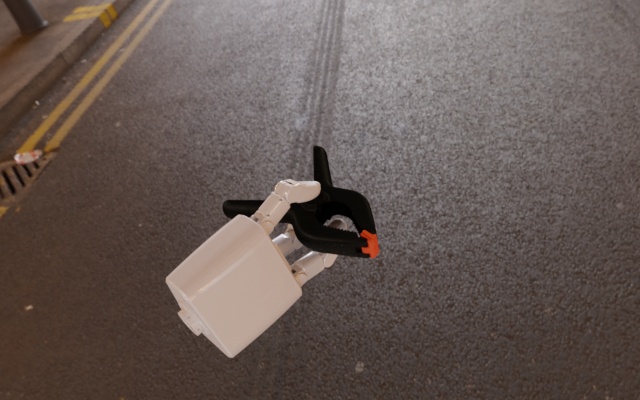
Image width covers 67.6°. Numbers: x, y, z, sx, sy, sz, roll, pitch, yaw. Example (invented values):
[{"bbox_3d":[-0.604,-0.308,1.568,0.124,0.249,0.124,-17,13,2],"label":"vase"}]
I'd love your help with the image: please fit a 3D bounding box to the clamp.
[{"bbox_3d":[0.000,0.002,0.583,0.210,0.036,0.164,26,55,39],"label":"clamp"}]
